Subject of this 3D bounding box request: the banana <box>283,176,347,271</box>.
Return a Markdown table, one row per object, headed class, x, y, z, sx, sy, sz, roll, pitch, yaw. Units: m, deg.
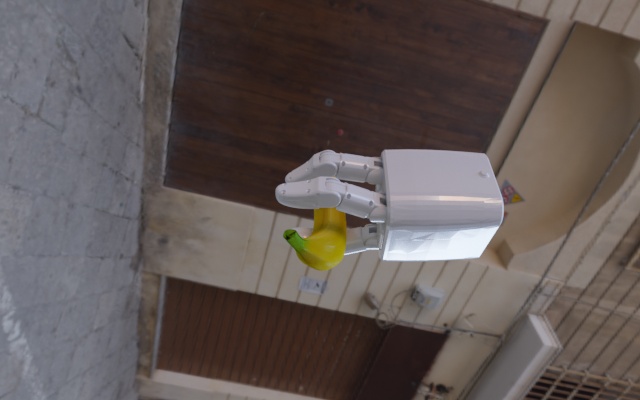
| class | x | y | z | sx | sy | sz | roll | pitch | yaw |
| --- | --- | --- | --- | --- | --- | --- | --- | --- | --- |
| banana | 0.005 | 0.020 | 0.491 | 0.037 | 0.070 | 0.197 | -13 | 19 | 11 |
